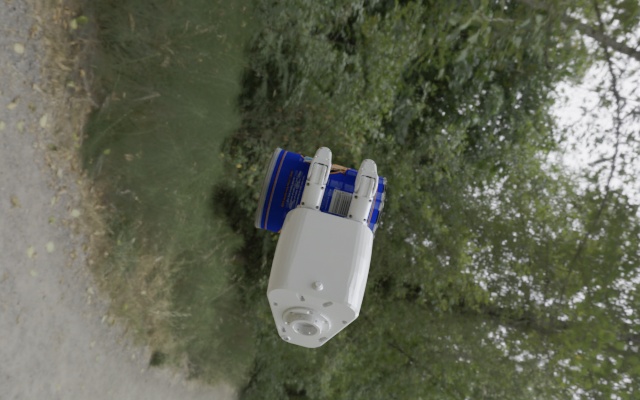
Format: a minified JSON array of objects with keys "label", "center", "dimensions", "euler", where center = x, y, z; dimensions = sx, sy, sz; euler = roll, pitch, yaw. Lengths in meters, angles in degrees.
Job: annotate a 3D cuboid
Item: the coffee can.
[{"label":"coffee can","center":[0.000,0.002,0.594],"dimensions":[0.140,0.103,0.103],"euler":[15,0,-1]}]
